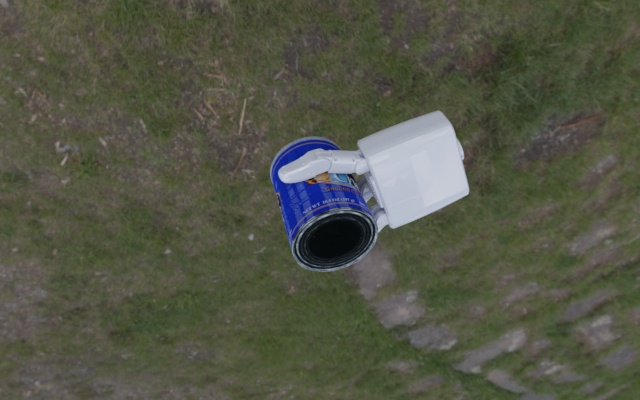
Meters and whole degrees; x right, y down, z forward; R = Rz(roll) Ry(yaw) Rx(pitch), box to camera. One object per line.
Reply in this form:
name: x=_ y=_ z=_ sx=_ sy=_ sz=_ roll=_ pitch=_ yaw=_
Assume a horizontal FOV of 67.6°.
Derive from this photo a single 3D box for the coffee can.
coffee can: x=0.000 y=0.002 z=0.591 sx=0.103 sy=0.103 sz=0.140 roll=0 pitch=41 yaw=-19
